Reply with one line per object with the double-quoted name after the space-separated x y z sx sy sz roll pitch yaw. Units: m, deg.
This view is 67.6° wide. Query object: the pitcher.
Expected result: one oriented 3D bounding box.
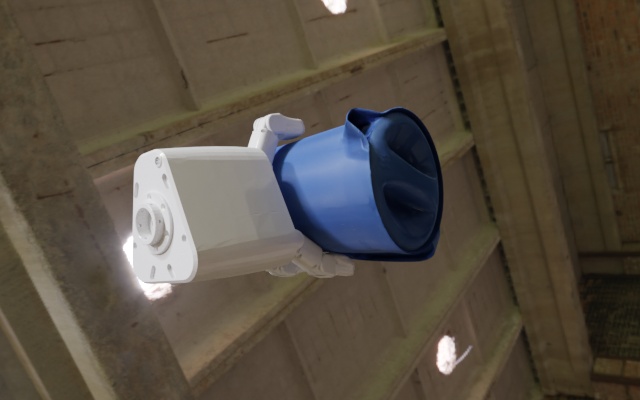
0.000 0.002 0.507 0.243 0.149 0.145 -8 -2 40 "pitcher"
